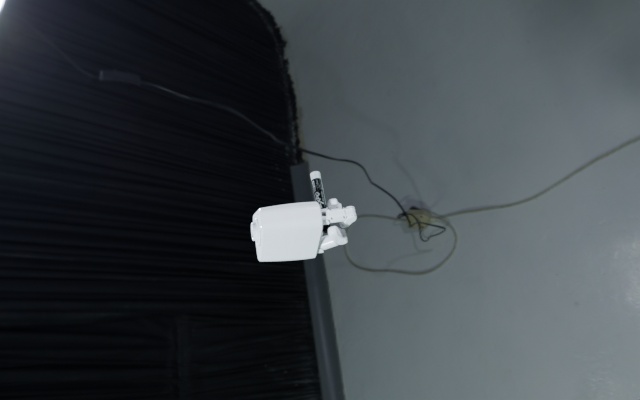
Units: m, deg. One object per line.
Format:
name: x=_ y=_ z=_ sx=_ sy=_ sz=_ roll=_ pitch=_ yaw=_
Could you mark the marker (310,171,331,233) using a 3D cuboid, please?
marker: x=0.000 y=0.003 z=0.868 sx=0.020 sy=0.121 sz=0.020 roll=-9 pitch=-25 yaw=-4
